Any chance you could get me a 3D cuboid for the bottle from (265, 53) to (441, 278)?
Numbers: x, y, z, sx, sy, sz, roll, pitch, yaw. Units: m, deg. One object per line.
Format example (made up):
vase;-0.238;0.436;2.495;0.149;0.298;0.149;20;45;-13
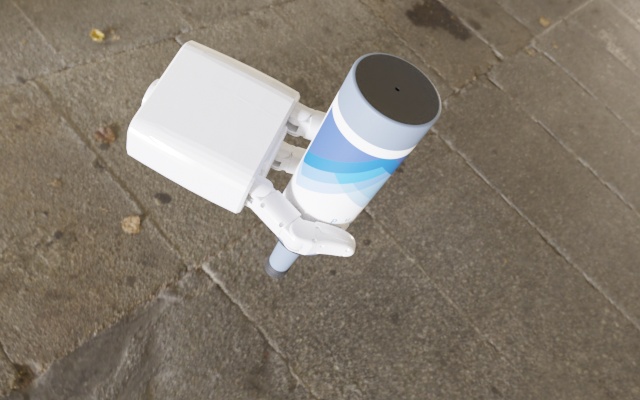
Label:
bottle;0.000;0.001;0.430;0.069;0.069;0.296;0;-31;-24
